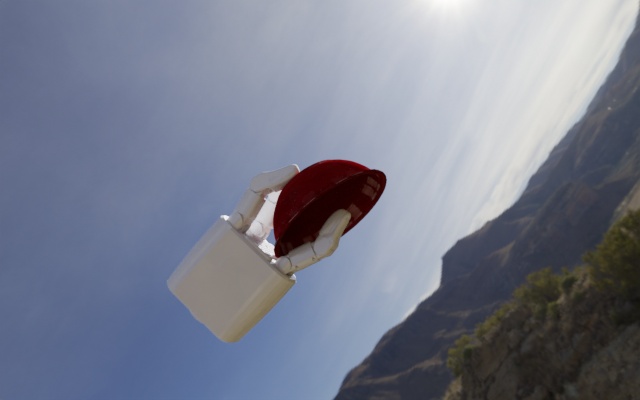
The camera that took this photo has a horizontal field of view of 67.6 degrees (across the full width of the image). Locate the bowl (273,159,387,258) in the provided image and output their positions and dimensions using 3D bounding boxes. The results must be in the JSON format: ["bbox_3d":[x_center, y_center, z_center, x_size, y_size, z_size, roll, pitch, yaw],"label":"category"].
[{"bbox_3d":[0.001,0.001,0.575,0.162,0.055,0.162,-31,-23,-15],"label":"bowl"}]
